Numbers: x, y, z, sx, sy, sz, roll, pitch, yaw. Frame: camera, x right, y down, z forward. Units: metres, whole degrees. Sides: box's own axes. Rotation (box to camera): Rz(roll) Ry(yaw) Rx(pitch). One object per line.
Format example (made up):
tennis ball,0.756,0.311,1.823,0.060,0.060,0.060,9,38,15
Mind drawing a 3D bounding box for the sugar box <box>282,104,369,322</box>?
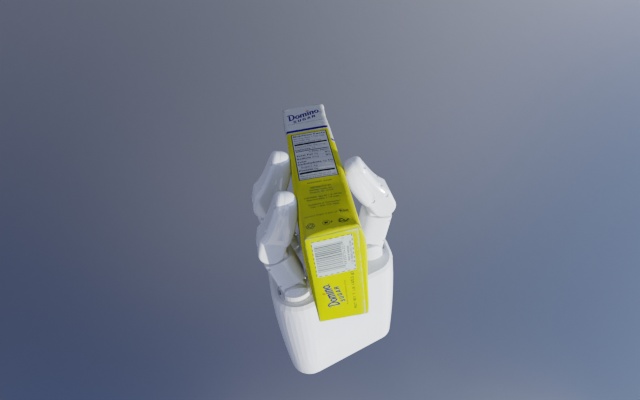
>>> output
sugar box,0.000,0.002,0.404,0.048,0.093,0.176,-11,39,-5
